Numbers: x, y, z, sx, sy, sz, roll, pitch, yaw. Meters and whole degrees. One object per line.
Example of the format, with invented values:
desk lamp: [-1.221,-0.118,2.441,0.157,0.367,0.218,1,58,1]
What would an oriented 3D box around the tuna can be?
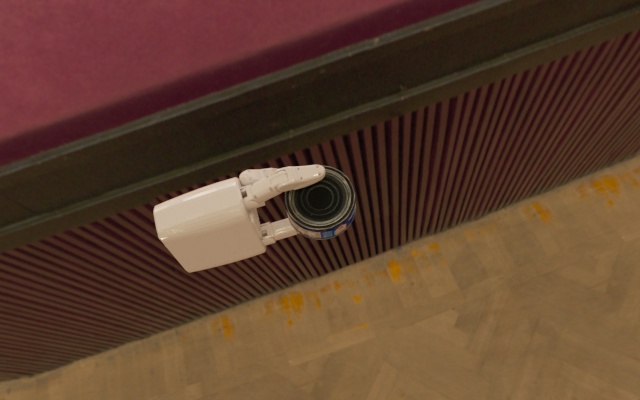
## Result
tuna can: [0.000,0.002,0.573,0.086,0.086,0.034,0,-23,3]
